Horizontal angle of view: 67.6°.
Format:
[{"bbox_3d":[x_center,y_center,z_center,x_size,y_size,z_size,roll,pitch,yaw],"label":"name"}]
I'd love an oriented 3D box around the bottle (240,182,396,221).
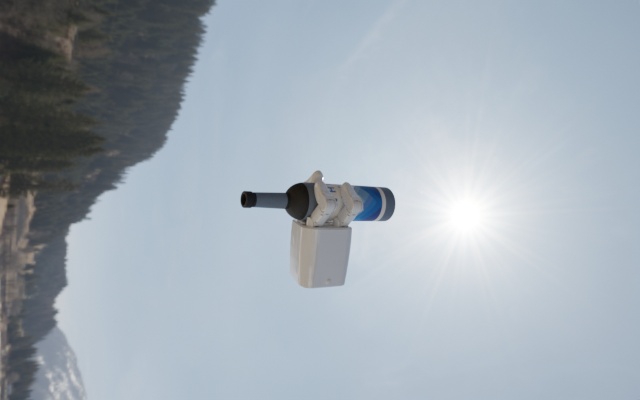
[{"bbox_3d":[0.000,0.003,0.844,0.296,0.069,0.069,2,-1,-33],"label":"bottle"}]
